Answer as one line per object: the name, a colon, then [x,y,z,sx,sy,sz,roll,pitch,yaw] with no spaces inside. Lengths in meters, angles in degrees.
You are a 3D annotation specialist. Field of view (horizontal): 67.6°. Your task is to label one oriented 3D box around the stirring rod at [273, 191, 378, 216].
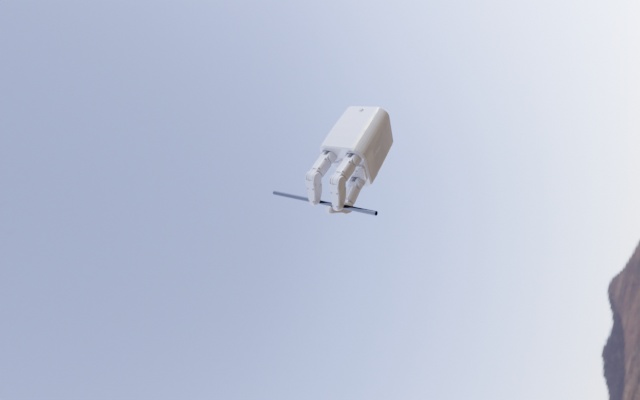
stirring rod: [0.000,0.003,0.842,0.239,0.011,0.011,11,7,41]
